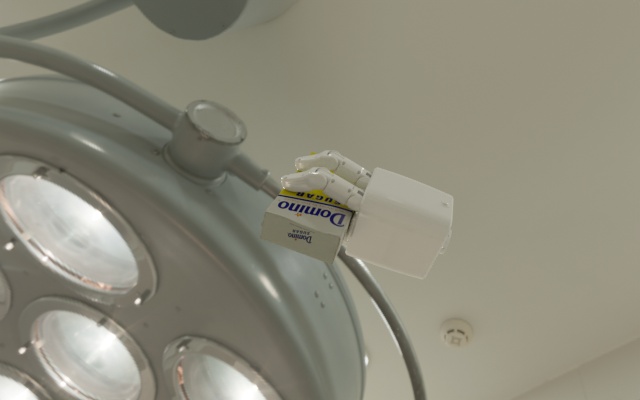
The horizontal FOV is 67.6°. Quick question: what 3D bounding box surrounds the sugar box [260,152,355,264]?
[{"bbox_3d":[0.000,0.002,0.609,0.093,0.048,0.176,19,30,7],"label":"sugar box"}]
